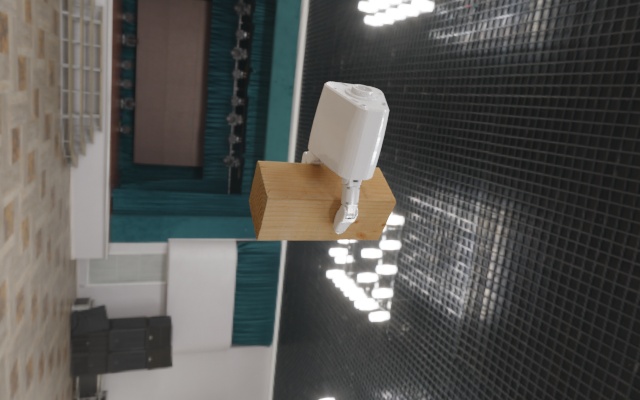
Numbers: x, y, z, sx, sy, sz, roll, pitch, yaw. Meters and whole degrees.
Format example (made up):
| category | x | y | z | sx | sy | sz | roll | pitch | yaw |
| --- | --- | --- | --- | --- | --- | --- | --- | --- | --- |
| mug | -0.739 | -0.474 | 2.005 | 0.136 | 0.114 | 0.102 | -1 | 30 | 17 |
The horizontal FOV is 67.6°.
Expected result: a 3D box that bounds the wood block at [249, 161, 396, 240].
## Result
| category | x | y | z | sx | sy | sz | roll | pitch | yaw |
| --- | --- | --- | --- | --- | --- | --- | --- | --- | --- |
| wood block | 0.000 | 0.002 | 0.757 | 0.206 | 0.090 | 0.090 | 2 | 42 | -20 |
